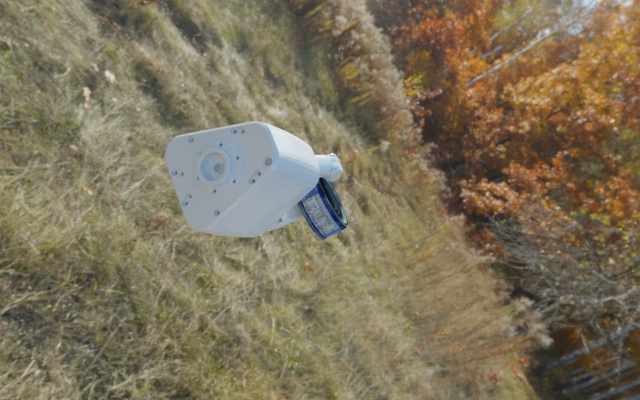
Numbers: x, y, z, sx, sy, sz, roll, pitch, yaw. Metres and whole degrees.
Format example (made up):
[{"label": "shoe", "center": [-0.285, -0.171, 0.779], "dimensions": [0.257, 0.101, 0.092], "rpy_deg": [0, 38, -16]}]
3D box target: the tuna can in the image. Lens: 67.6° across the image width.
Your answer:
[{"label": "tuna can", "center": [0.001, 0.002, 0.578], "dimensions": [0.034, 0.086, 0.086], "rpy_deg": [-27, -6, 11]}]
